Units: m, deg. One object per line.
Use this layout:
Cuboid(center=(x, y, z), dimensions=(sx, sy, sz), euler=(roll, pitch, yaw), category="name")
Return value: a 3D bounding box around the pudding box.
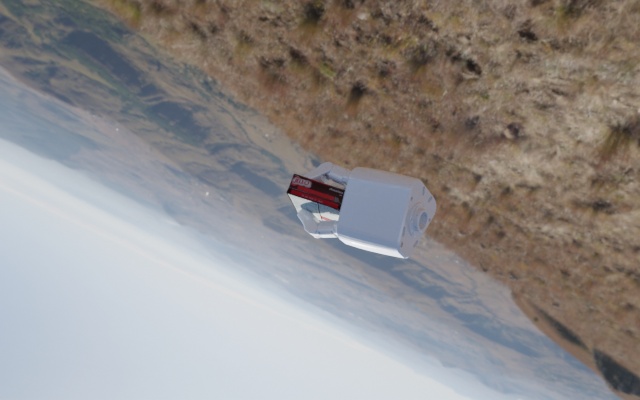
Cuboid(center=(0.000, 0.003, 0.767), dimensions=(0.090, 0.039, 0.113), euler=(20, -16, 11), category="pudding box")
